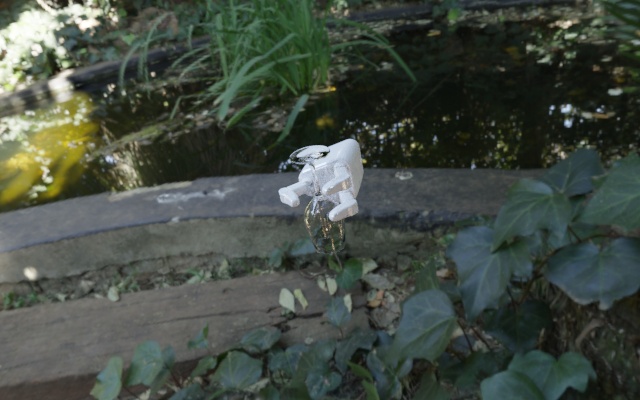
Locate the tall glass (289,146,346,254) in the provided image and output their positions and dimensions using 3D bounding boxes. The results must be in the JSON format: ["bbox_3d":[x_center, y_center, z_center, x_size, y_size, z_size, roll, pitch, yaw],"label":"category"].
[{"bbox_3d":[0.000,0.002,0.896,0.079,0.201,0.079,-10,28,5],"label":"tall glass"}]
